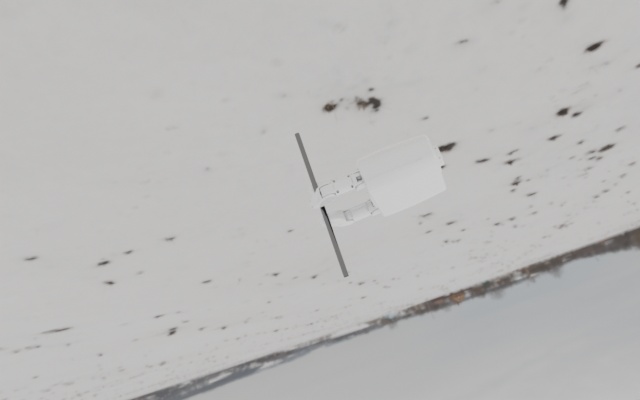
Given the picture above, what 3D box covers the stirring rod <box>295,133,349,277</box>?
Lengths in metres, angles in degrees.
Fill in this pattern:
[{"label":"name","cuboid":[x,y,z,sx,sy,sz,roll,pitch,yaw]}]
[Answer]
[{"label":"stirring rod","cuboid":[0.000,0.002,0.733,0.011,0.239,0.011,-18,-16,-5]}]
